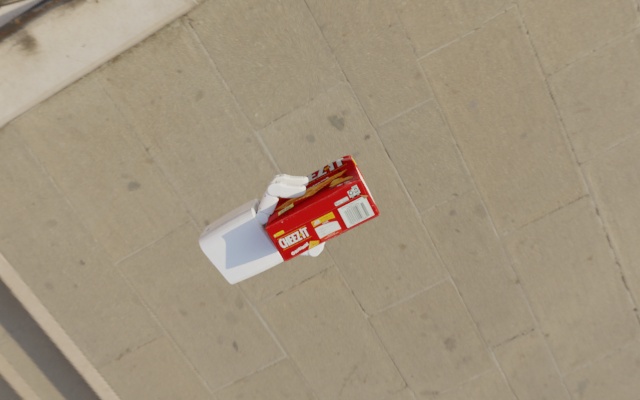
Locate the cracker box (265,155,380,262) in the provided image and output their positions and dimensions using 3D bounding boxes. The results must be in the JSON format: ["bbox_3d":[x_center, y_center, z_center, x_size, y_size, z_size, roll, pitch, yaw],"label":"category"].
[{"bbox_3d":[0.000,0.003,0.804,0.164,0.072,0.213,-27,14,6],"label":"cracker box"}]
